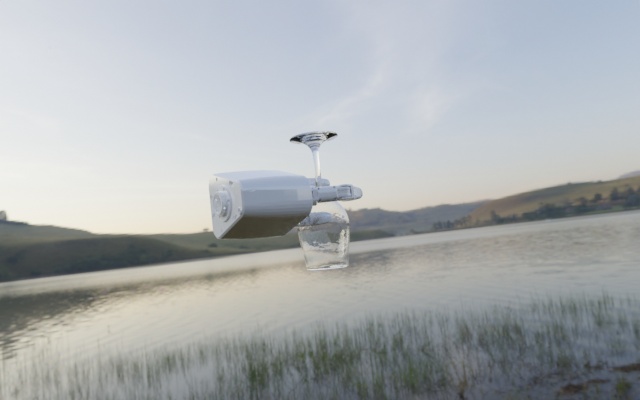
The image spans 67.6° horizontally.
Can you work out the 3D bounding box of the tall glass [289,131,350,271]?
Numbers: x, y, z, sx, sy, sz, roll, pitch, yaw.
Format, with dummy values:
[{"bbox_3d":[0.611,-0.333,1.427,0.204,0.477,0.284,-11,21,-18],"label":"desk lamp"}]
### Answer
[{"bbox_3d":[0.000,0.002,0.717,0.079,0.201,0.079,-7,-5,-1],"label":"tall glass"}]
